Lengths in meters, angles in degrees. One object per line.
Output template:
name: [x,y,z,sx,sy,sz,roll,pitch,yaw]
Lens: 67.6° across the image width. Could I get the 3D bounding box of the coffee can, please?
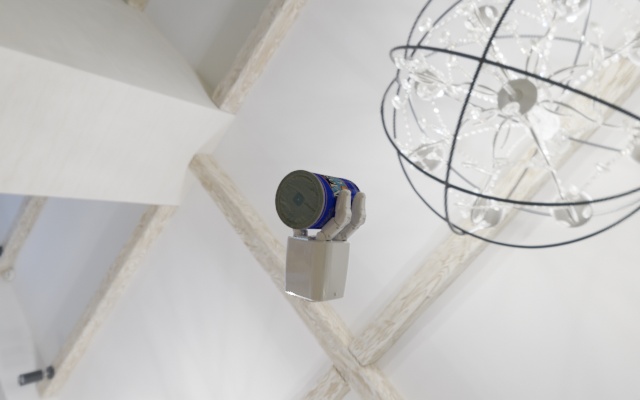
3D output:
coffee can: [0.000,0.003,0.871,0.103,0.103,0.140,0,-4,34]
